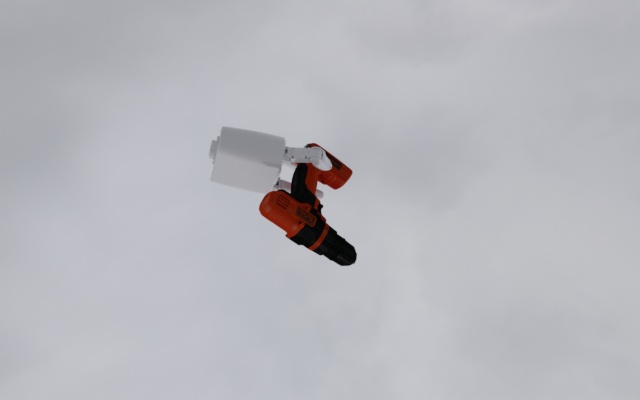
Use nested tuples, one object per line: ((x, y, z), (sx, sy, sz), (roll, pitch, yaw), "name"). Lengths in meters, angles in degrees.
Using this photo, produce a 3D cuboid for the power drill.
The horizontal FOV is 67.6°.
((0.000, 0.002, 0.811), (0.184, 0.187, 0.057), (36, -48, -17), "power drill")
